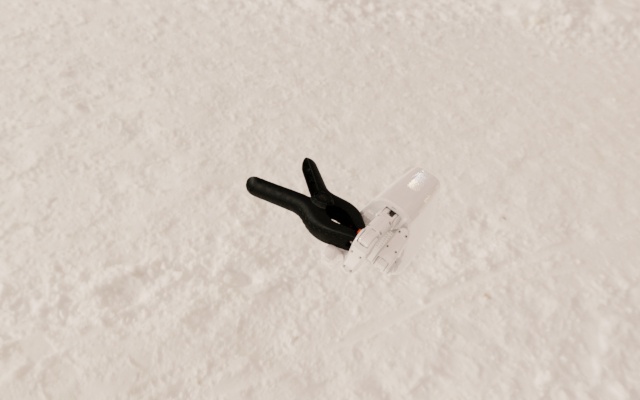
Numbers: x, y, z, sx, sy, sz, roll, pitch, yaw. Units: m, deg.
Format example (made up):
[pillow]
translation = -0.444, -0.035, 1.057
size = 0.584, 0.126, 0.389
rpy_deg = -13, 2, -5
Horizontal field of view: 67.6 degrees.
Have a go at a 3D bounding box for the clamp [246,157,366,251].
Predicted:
[clamp]
translation = 0.000, 0.002, 0.626
size = 0.171, 0.039, 0.120
rpy_deg = 36, 45, 16
